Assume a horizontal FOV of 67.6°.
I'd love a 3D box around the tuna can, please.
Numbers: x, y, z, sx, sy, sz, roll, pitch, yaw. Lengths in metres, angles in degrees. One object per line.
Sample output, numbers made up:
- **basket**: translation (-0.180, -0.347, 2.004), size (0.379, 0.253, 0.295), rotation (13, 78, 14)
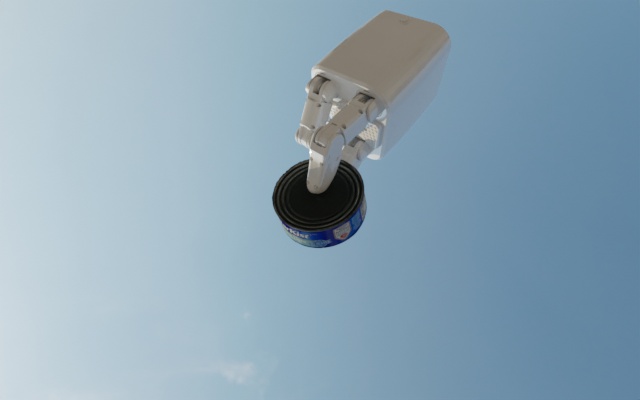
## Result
- **tuna can**: translation (0.000, 0.002, 0.449), size (0.086, 0.086, 0.034), rotation (0, -36, 13)
